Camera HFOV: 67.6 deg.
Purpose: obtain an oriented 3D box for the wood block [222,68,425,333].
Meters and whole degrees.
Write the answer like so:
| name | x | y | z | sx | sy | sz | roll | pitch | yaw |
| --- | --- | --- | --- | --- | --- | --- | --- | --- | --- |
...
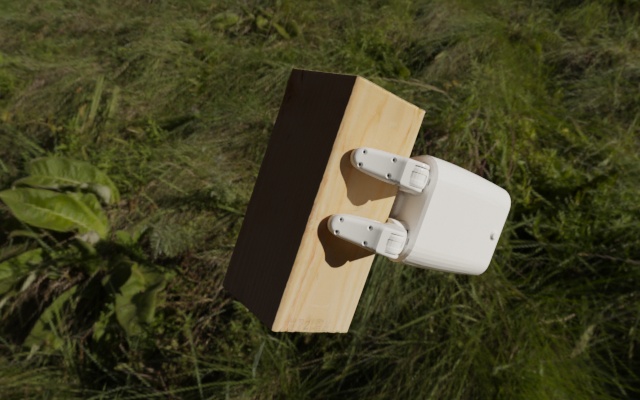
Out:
| name | x | y | z | sx | sy | sz | roll | pitch | yaw |
| --- | --- | --- | --- | --- | --- | --- | --- | --- | --- |
| wood block | 0.000 | 0.001 | 0.422 | 0.090 | 0.206 | 0.091 | 14 | 7 | -41 |
